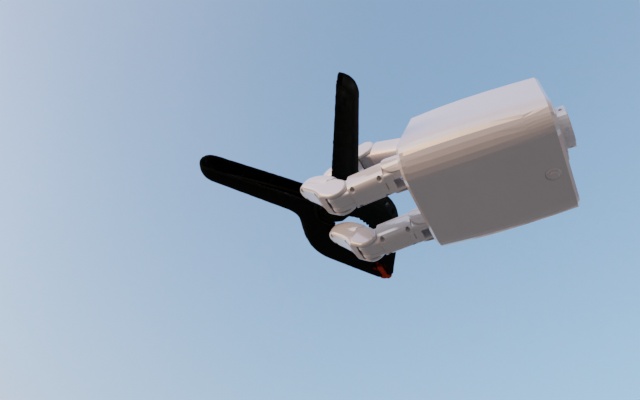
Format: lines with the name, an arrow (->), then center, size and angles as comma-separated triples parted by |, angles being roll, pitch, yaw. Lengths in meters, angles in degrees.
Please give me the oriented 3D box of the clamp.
clamp -> 0.001, 0.001, 0.447 | 0.164, 0.210, 0.036 | -19, 33, 24
